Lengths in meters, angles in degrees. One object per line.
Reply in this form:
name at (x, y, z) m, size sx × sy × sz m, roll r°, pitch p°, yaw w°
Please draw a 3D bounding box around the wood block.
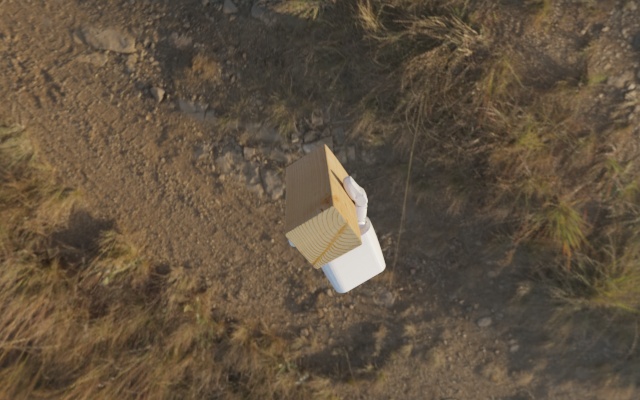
wood block at (0.001, 0.003, 0.812) m, size 0.091 × 0.090 × 0.206 m, roll -30°, pitch 30°, yaw 15°
